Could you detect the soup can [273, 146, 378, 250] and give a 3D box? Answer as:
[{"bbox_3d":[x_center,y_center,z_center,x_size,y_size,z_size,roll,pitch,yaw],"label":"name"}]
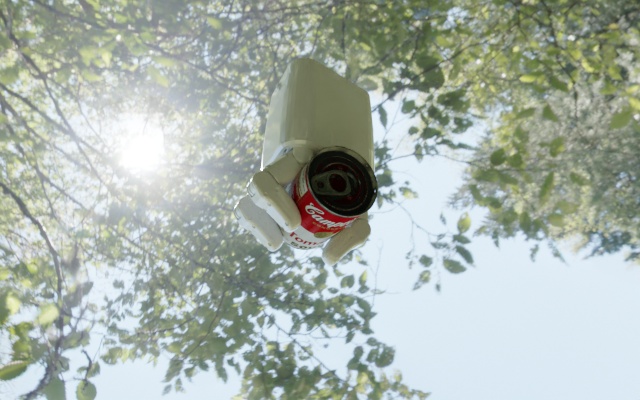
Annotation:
[{"bbox_3d":[0.000,0.002,0.455,0.068,0.068,0.102,0,-22,-25],"label":"soup can"}]
